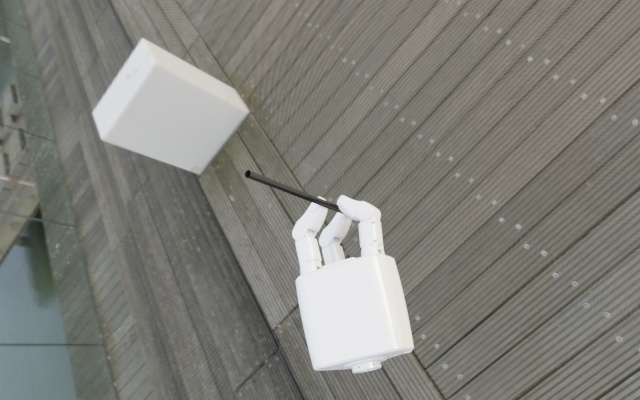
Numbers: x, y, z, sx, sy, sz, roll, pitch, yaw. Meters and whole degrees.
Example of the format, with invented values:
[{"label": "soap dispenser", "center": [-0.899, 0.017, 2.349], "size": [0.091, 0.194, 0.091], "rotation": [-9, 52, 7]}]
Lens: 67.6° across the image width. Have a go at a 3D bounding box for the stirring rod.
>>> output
[{"label": "stirring rod", "center": [0.000, 0.002, 0.566], "size": [0.011, 0.011, 0.239], "rotation": [0, -14, 38]}]
